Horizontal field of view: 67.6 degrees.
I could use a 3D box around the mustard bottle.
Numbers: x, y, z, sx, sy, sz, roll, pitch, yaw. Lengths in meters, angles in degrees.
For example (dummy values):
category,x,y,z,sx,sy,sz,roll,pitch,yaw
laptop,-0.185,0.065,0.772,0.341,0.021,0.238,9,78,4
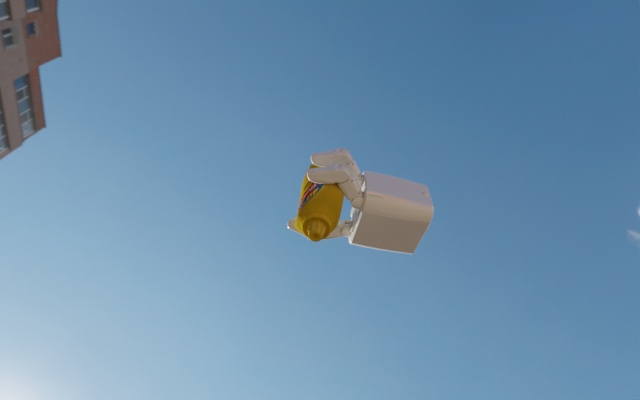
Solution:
category,x,y,z,sx,sy,sz,roll,pitch,yaw
mustard bottle,0.000,0.002,0.732,0.058,0.096,0.191,33,27,-14
